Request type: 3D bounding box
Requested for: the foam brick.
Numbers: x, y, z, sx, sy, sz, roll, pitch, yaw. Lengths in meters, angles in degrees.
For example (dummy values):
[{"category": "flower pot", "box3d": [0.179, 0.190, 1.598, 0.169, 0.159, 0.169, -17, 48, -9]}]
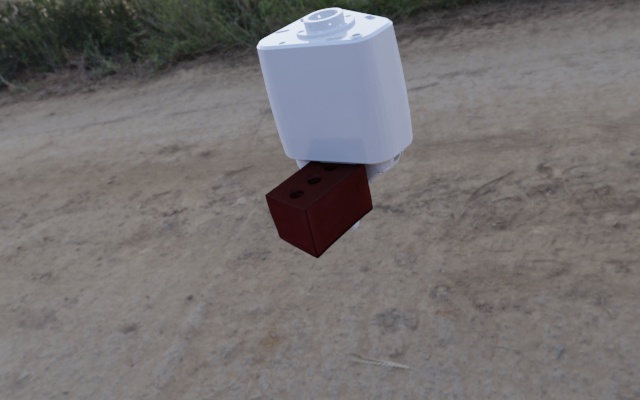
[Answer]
[{"category": "foam brick", "box3d": [0.000, 0.002, 0.423, 0.053, 0.051, 0.078, 21, 49, 40]}]
